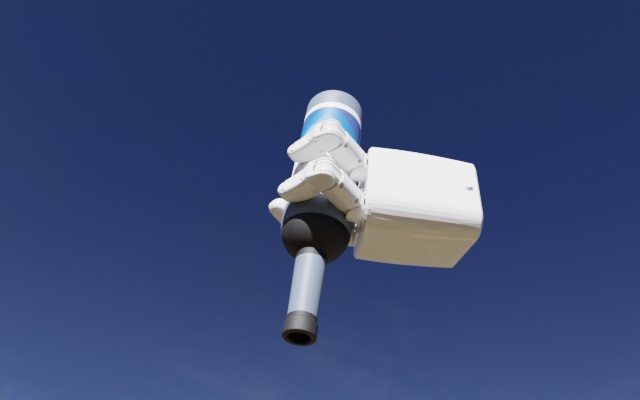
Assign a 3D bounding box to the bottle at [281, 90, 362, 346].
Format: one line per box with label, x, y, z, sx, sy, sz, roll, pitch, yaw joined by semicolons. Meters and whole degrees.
bottle;0.000;0.001;0.472;0.069;0.295;0.069;5;-43;5
